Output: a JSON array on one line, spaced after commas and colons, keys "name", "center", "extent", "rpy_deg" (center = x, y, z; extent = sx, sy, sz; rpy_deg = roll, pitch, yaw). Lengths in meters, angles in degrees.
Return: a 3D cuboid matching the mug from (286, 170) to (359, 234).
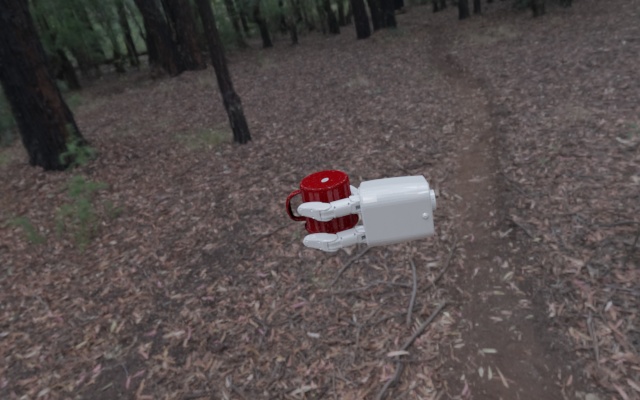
[{"name": "mug", "center": [-0.001, 0.003, 0.793], "extent": [0.117, 0.081, 0.093], "rpy_deg": [-8, 24, 7]}]
